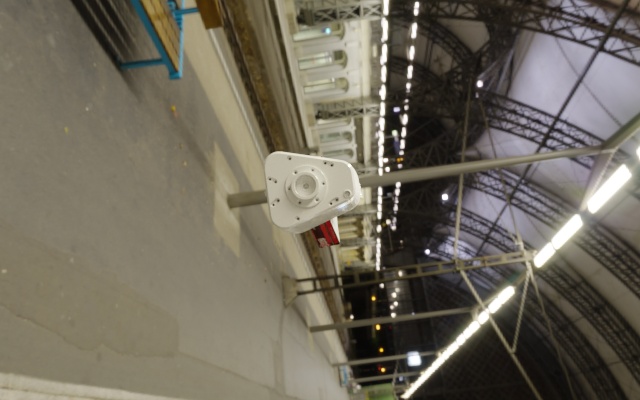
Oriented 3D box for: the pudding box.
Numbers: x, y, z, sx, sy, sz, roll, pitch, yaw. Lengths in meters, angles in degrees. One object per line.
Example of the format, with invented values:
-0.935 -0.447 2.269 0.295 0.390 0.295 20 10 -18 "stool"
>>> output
0.000 0.002 0.723 0.039 0.113 0.090 -9 -33 8 "pudding box"
